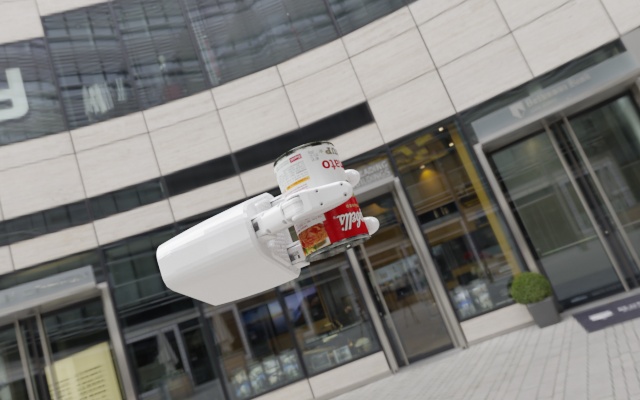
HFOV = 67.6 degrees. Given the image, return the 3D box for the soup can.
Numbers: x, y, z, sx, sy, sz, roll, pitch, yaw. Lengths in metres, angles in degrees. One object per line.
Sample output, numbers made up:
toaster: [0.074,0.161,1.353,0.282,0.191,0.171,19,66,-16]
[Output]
soup can: [0.000,0.001,0.472,0.068,0.102,0.068,-19,-13,-5]
